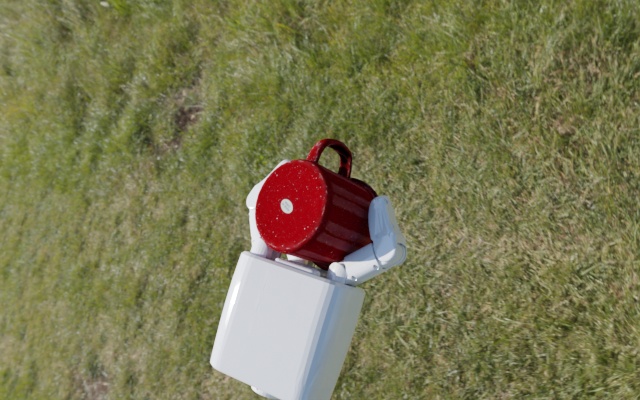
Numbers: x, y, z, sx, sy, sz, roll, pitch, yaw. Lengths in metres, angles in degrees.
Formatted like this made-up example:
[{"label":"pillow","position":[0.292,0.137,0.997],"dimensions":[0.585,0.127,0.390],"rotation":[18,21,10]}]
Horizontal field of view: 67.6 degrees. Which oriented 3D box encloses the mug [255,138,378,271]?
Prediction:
[{"label":"mug","position":[0.000,0.000,0.426],"dimensions":[0.093,0.117,0.081],"rotation":[13,-7,38]}]
